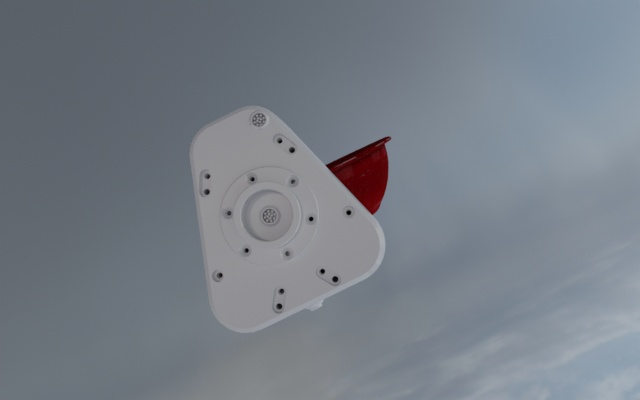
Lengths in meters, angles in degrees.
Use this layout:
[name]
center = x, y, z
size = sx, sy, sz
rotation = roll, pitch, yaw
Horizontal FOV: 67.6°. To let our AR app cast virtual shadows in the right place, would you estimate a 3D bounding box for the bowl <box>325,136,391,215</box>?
[bowl]
center = 0.001, 0.002, 0.431
size = 0.162, 0.055, 0.162
rotation = -26, 5, 3
